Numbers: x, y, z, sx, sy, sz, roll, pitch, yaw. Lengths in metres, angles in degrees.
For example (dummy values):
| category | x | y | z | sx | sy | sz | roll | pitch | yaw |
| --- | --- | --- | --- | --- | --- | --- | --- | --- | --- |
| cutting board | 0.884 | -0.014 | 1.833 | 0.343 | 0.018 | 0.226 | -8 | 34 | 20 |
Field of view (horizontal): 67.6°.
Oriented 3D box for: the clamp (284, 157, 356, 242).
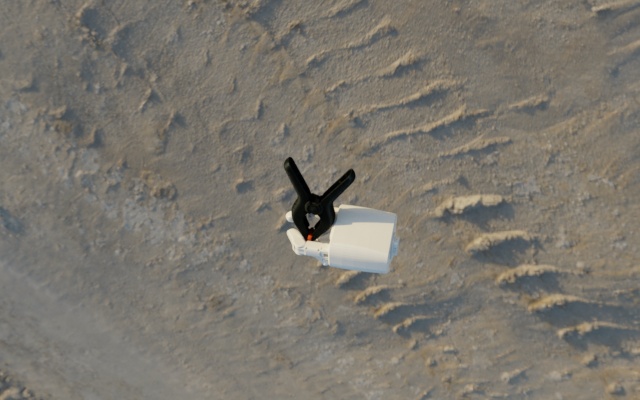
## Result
| category | x | y | z | sx | sy | sz | roll | pitch | yaw |
| --- | --- | --- | --- | --- | --- | --- | --- | --- | --- |
| clamp | 0.000 | 0.003 | 0.833 | 0.120 | 0.172 | 0.039 | 8 | 39 | 13 |
